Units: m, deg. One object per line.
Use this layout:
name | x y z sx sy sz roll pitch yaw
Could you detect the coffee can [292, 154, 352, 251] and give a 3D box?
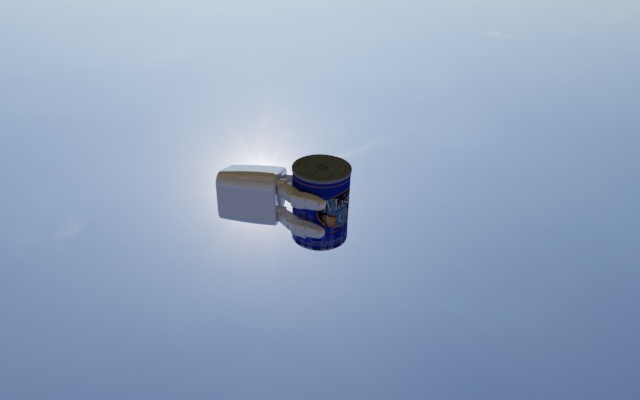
coffee can | 0.000 0.003 0.844 0.103 0.140 0.102 2 30 -1
